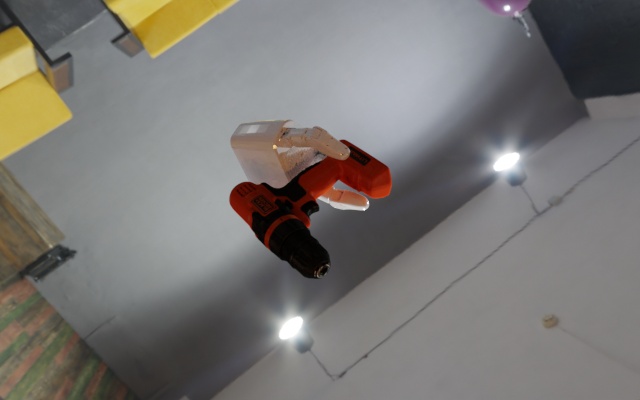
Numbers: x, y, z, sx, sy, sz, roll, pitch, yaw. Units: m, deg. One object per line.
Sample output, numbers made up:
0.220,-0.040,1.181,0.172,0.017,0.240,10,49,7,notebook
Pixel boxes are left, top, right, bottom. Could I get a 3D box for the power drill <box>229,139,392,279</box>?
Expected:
0.000,0.002,0.614,0.187,0.057,0.184,-30,49,-25,power drill
